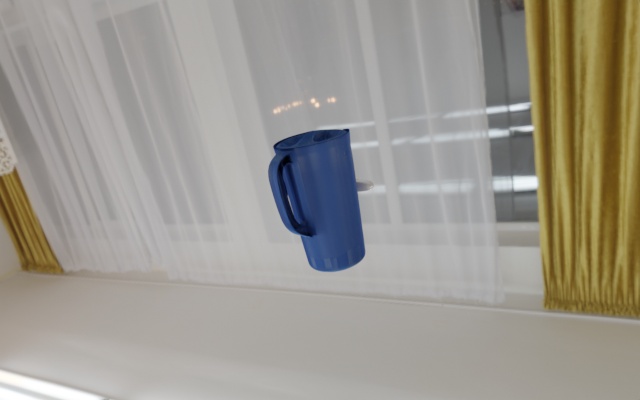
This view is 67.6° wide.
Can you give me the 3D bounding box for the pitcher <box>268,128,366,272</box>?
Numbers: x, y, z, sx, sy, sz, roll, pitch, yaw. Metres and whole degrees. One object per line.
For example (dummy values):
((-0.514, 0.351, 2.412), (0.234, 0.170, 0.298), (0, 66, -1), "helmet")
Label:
((0.000, 0.003, 0.840), (0.149, 0.243, 0.145), (-13, 17, -1), "pitcher")
